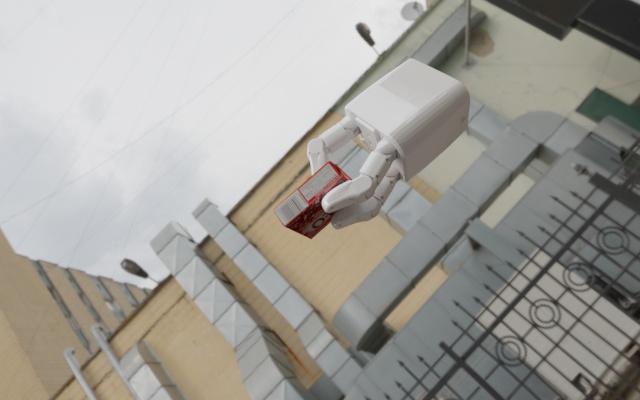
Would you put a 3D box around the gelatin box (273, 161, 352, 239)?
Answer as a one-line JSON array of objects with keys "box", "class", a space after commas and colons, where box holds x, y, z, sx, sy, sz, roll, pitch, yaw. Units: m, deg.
[{"box": [0.000, 0.002, 0.557, 0.089, 0.030, 0.073, -41, -26, 8], "class": "gelatin box"}]
